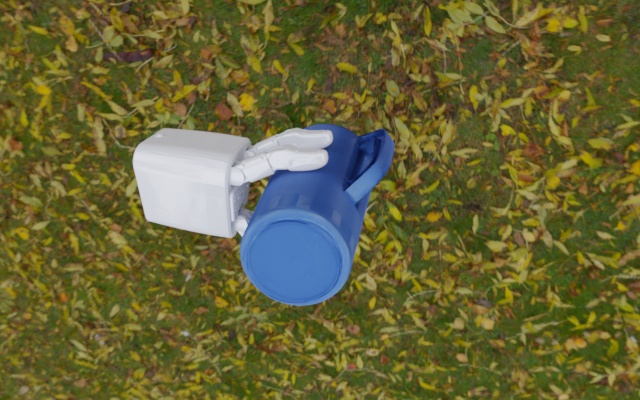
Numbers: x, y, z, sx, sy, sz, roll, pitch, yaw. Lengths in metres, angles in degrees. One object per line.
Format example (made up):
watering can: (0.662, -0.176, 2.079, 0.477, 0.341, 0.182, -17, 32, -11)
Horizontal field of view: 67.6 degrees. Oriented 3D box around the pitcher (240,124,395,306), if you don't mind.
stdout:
pitcher: (0.000, 0.002, 0.547, 0.145, 0.149, 0.242, 11, 26, 4)
